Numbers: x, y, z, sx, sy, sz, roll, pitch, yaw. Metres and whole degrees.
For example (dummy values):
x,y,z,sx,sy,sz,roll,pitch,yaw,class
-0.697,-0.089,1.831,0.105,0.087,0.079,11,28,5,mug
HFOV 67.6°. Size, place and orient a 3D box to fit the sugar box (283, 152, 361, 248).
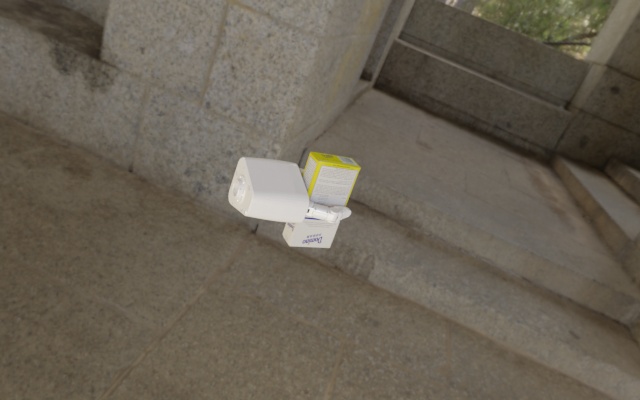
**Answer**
x,y,z,sx,sy,sz,roll,pitch,yaw,class
0.000,0.002,0.879,0.093,0.176,0.048,6,28,-31,sugar box
